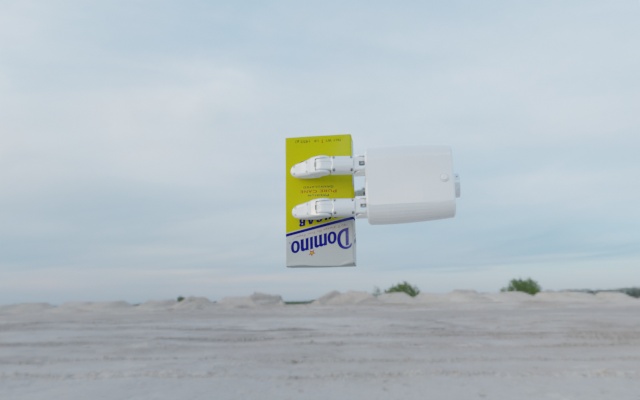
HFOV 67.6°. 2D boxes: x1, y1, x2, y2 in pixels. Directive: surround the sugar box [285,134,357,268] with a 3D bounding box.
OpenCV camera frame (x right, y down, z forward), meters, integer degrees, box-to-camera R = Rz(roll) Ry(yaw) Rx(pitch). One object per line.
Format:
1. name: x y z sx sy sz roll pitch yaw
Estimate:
1. sugar box: 0.000 0.002 0.646 0.093 0.176 0.048 -3 -12 8
